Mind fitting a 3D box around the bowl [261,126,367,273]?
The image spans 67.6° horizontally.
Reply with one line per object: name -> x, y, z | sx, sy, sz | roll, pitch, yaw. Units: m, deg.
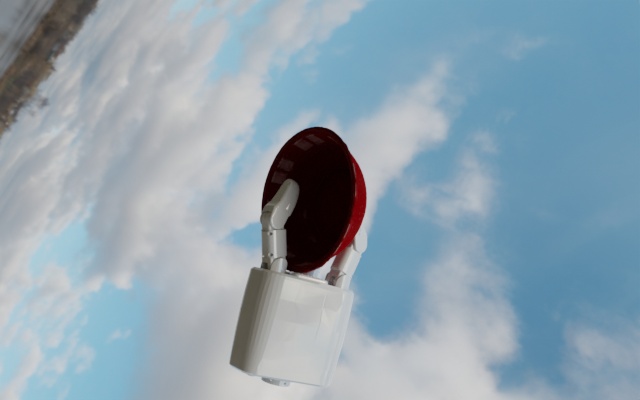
bowl -> 0.001, 0.001, 0.537 | 0.055, 0.162, 0.162 | 10, -7, -40
